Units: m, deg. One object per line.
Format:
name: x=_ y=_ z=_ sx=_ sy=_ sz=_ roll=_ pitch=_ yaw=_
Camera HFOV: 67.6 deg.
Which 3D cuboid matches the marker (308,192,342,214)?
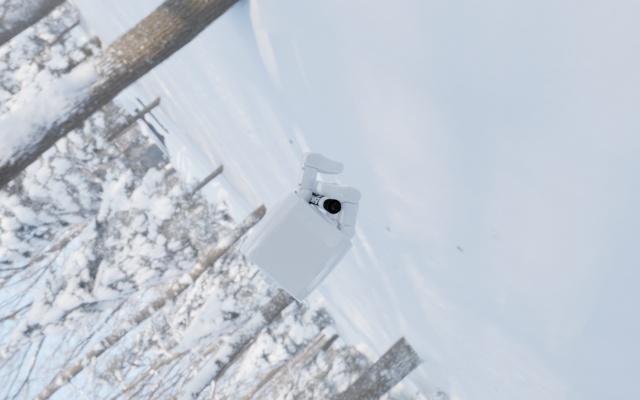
marker: x=0.000 y=0.002 z=0.626 sx=0.020 sy=0.020 sz=0.121 roll=0 pitch=6 yaw=-18
